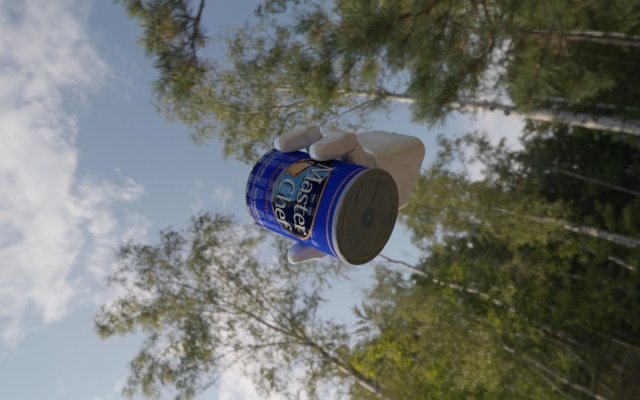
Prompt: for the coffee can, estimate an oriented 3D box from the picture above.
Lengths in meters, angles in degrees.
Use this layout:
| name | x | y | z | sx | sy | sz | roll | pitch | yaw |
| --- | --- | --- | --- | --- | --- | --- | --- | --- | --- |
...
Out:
| name | x | y | z | sx | sy | sz | roll | pitch | yaw |
| --- | --- | --- | --- | --- | --- | --- | --- | --- | --- |
| coffee can | 0.000 | 0.002 | 0.531 | 0.140 | 0.103 | 0.103 | 18 | 12 | 40 |
